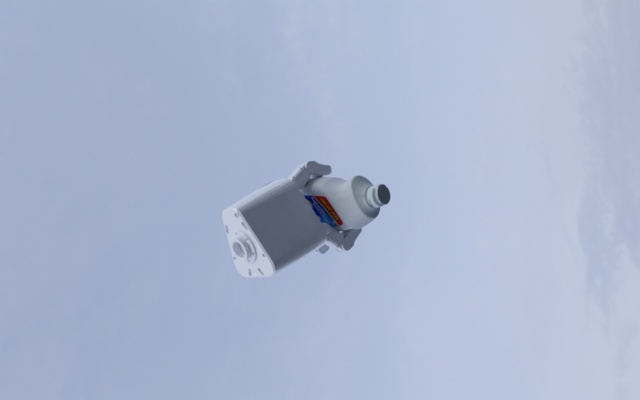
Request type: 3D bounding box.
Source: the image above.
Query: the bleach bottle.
[{"bbox_3d":[0.000,0.003,0.741,0.251,0.102,0.068,-13,14,47],"label":"bleach bottle"}]
